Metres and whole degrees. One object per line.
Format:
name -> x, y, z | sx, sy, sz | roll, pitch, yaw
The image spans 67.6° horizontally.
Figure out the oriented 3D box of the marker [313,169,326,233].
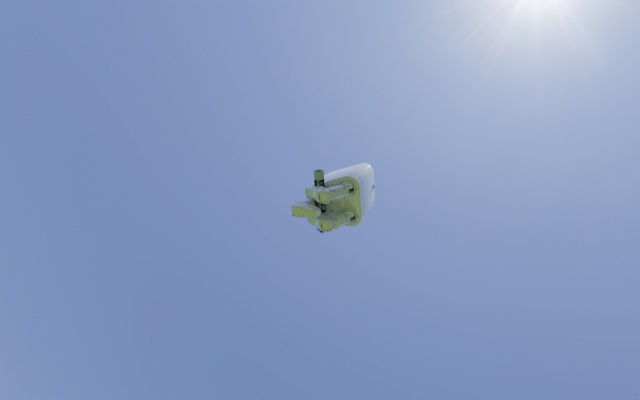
marker -> 0.000, 0.003, 0.880 | 0.020, 0.121, 0.020 | -3, 21, 1
